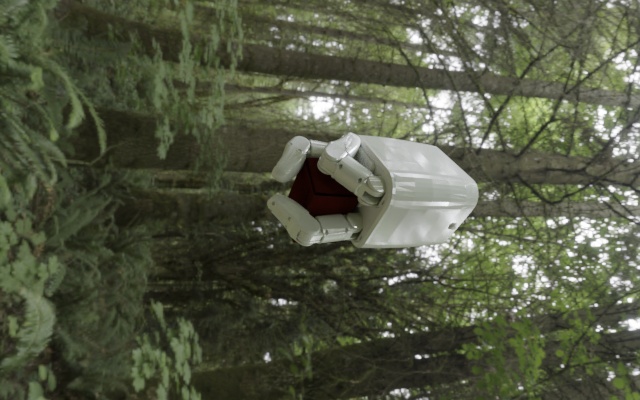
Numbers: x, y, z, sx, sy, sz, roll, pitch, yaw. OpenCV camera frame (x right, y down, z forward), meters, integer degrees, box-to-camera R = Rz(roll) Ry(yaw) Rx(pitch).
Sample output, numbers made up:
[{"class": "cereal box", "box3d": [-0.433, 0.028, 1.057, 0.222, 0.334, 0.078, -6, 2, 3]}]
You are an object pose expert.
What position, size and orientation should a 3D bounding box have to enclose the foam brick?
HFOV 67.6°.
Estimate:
[{"class": "foam brick", "box3d": [0.000, 0.002, 0.494, 0.051, 0.053, 0.078, 2, -41, -23]}]
